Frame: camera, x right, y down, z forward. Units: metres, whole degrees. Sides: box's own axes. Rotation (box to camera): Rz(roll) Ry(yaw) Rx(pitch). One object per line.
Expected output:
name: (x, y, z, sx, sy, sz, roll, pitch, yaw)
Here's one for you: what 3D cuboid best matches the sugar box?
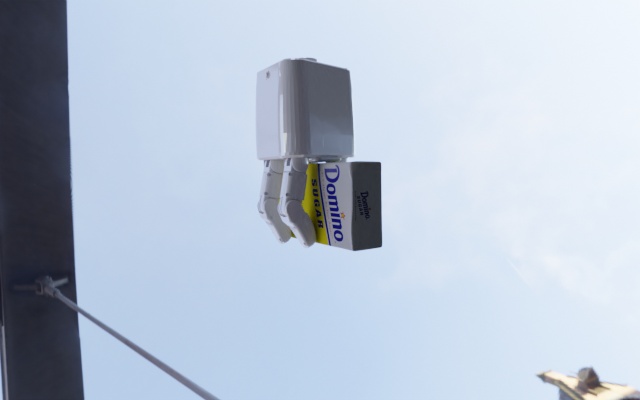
sugar box: (0.000, 0.002, 0.557, 0.048, 0.093, 0.176, -3, 4, -31)
